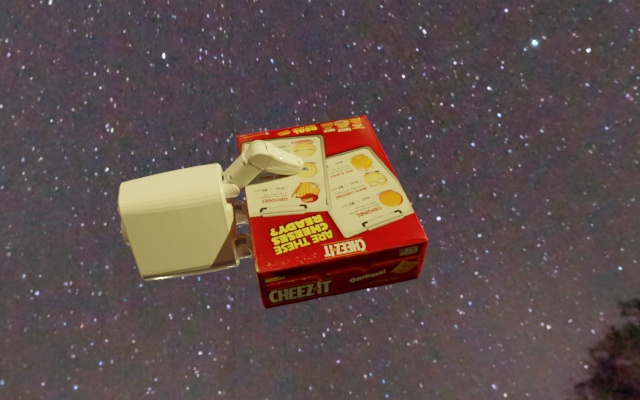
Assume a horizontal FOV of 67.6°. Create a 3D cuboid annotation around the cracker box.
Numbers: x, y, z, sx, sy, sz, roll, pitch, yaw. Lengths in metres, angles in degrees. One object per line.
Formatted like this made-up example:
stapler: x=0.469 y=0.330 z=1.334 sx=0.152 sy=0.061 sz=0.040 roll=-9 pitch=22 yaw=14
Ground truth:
cracker box: x=0.000 y=0.001 z=0.528 sx=0.164 sy=0.072 sz=0.213 roll=-10 pitch=45 yaw=-7
